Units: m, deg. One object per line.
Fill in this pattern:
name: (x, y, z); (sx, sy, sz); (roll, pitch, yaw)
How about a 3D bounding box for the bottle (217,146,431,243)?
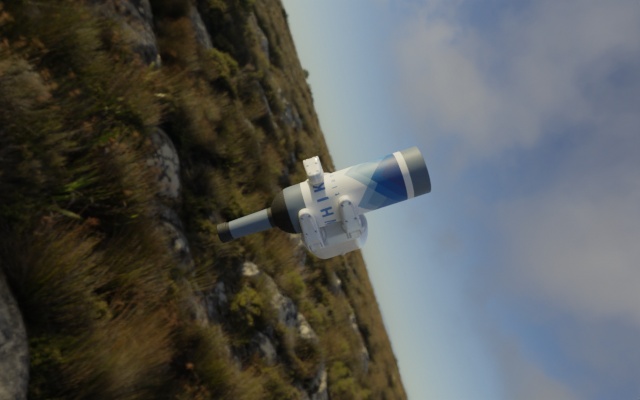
bottle: (0.000, 0.002, 0.660); (0.296, 0.069, 0.069); (-18, -1, 2)
